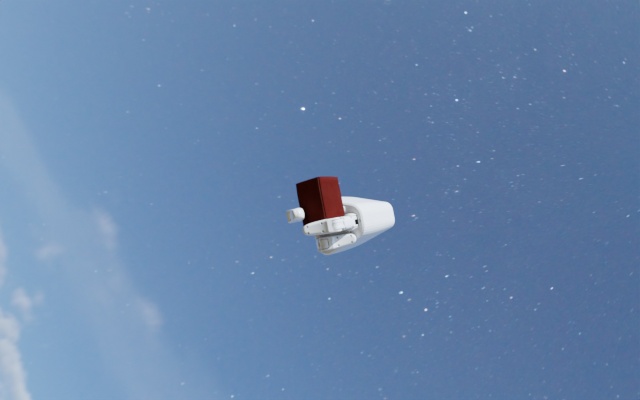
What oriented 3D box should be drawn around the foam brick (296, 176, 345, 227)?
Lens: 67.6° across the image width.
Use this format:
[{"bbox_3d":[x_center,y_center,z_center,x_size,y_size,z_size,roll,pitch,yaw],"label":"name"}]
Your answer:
[{"bbox_3d":[0.000,0.002,0.788,0.053,0.078,0.051,-12,-3,41],"label":"foam brick"}]
